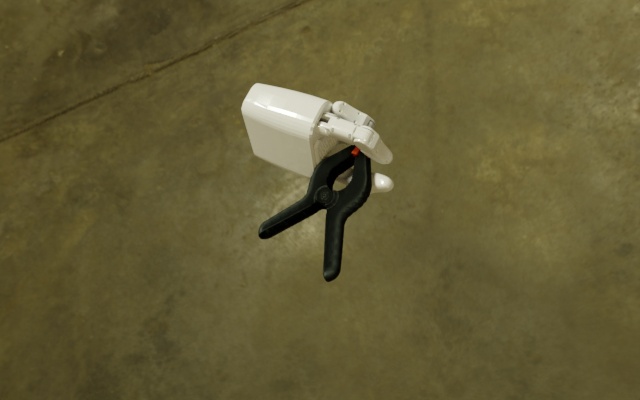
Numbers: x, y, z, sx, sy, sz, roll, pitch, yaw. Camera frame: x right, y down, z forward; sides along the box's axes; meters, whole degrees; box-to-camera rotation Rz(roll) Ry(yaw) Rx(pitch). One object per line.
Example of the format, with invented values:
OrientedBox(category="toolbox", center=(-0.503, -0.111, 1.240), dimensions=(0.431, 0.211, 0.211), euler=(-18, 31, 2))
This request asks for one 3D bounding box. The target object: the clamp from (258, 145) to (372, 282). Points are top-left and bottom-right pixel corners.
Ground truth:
OrientedBox(category="clamp", center=(0.000, 0.002, 0.585), dimensions=(0.120, 0.171, 0.039), euler=(21, -15, 21))
